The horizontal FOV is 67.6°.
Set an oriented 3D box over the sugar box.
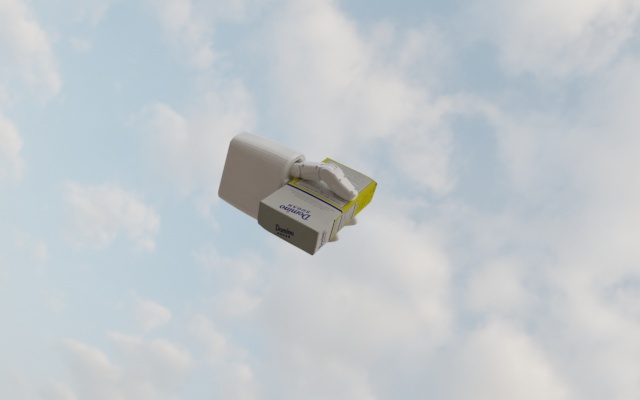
[{"bbox_3d":[0.000,0.003,0.670,0.093,0.048,0.176,27,38,20],"label":"sugar box"}]
